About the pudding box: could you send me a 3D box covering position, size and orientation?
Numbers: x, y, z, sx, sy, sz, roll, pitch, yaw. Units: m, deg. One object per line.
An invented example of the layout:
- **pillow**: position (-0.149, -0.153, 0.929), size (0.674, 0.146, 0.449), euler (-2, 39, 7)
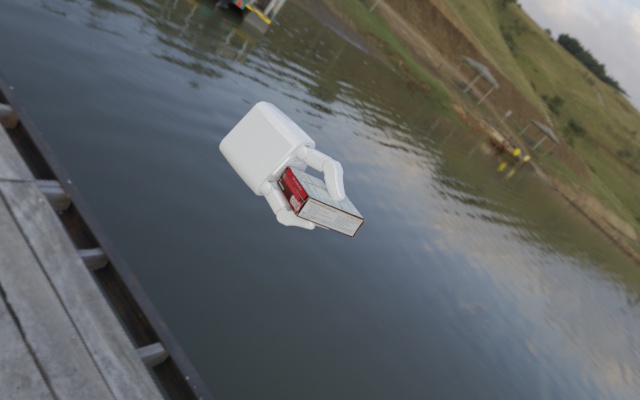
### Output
- **pudding box**: position (0.000, 0.002, 0.700), size (0.113, 0.039, 0.090), euler (21, 23, -35)
